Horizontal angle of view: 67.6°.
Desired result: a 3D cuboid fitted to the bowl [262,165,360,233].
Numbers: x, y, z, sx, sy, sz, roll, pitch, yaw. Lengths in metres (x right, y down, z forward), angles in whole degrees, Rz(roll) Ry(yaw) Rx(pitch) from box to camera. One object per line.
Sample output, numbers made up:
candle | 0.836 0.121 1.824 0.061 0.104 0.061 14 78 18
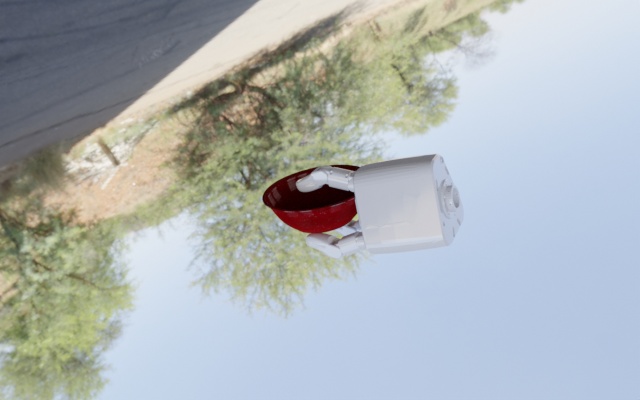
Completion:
bowl | -0.001 0.002 0.692 0.162 0.055 0.162 -10 24 4
